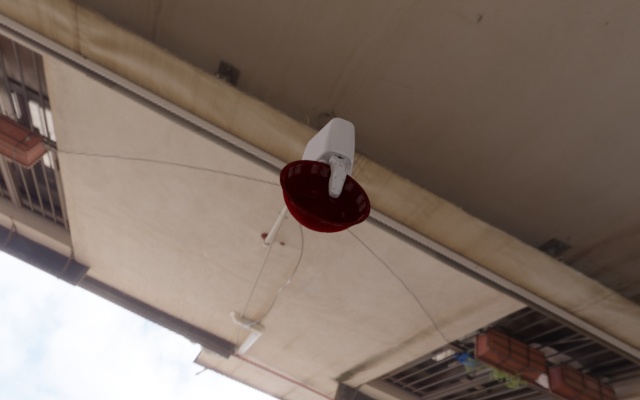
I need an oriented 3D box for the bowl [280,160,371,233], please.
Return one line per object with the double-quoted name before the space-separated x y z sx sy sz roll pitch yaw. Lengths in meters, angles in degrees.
"bowl" 0.000 0.004 0.798 0.162 0.055 0.162 18 35 -13
